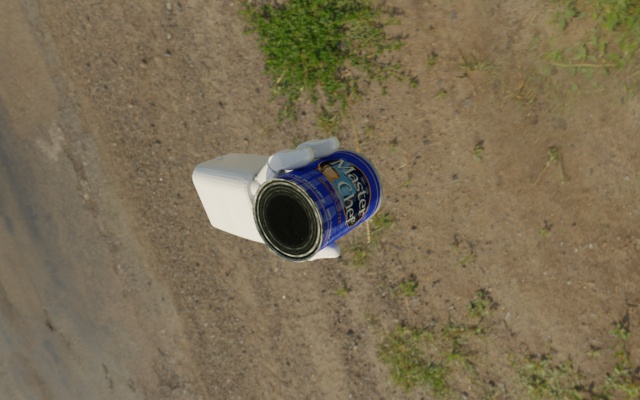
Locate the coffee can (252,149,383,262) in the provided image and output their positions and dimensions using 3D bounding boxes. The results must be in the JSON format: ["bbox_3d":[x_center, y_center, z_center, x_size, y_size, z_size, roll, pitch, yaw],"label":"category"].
[{"bbox_3d":[0.000,0.002,0.595,0.103,0.103,0.140,0,18,37],"label":"coffee can"}]
